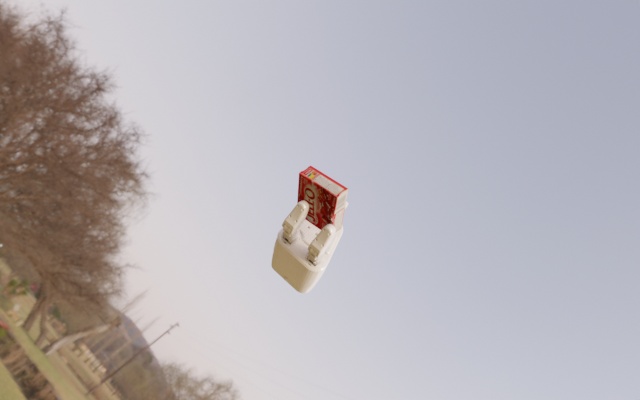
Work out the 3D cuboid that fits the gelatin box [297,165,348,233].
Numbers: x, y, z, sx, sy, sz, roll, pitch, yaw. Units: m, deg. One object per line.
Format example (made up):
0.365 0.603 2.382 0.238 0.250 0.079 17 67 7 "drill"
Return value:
0.000 0.002 0.719 0.073 0.089 0.030 34 50 24 "gelatin box"
